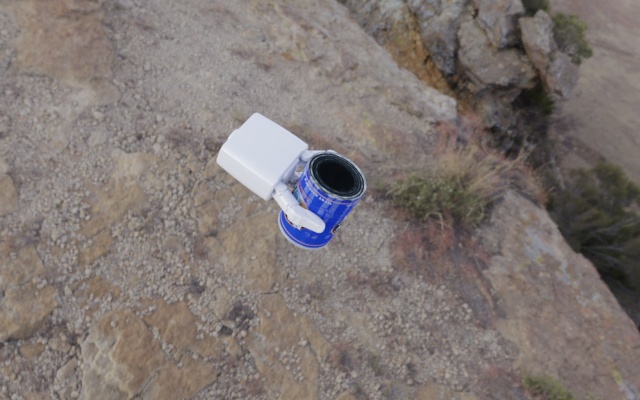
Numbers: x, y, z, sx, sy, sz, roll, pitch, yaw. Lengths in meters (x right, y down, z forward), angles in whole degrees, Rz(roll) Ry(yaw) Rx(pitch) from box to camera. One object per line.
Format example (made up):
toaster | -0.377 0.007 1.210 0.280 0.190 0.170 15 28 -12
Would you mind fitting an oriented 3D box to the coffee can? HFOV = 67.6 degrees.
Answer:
coffee can | 0.000 0.003 0.800 0.103 0.102 0.140 0 -38 -30
